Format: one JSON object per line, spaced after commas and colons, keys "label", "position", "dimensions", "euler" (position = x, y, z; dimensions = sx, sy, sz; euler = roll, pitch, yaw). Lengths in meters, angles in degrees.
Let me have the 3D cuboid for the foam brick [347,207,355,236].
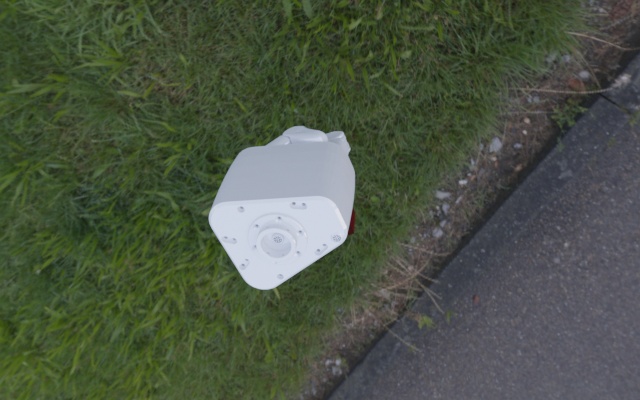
{"label": "foam brick", "position": [0.000, 0.002, 0.521], "dimensions": [0.053, 0.078, 0.051], "euler": [-20, 26, 14]}
